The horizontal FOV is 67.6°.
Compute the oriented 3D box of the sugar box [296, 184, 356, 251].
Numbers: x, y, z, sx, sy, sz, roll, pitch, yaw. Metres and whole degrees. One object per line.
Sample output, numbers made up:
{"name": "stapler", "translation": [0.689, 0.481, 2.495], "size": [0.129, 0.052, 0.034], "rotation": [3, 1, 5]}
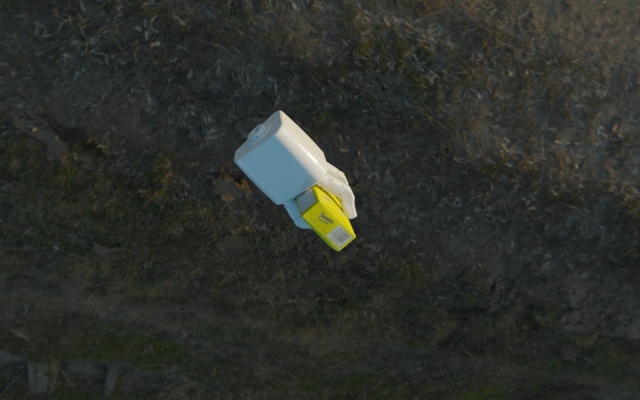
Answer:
{"name": "sugar box", "translation": [0.000, 0.002, 0.807], "size": [0.048, 0.093, 0.176], "rotation": [-38, 27, 13]}
